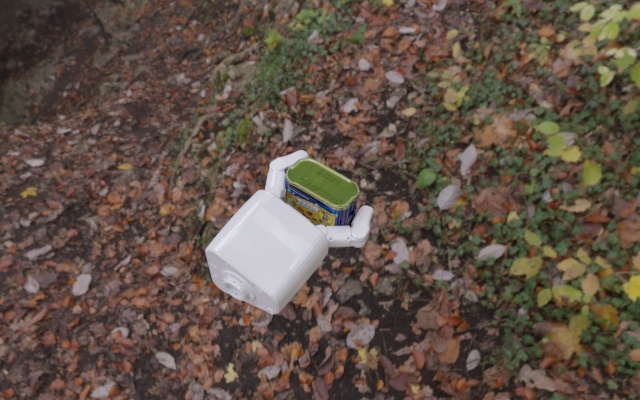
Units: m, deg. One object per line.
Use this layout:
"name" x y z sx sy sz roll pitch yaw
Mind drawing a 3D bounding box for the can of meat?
"can of meat" 0.000 0.002 0.635 0.102 0.084 0.057 30 55 19
